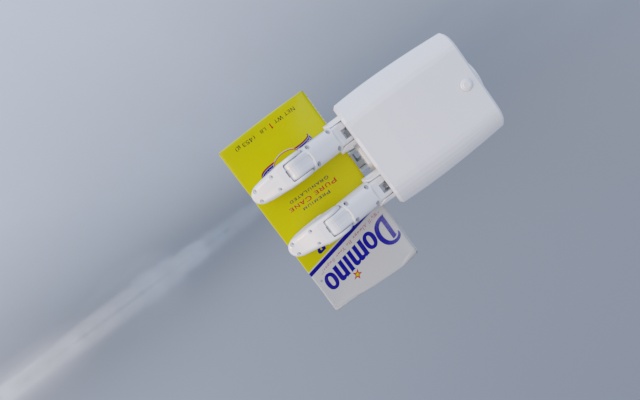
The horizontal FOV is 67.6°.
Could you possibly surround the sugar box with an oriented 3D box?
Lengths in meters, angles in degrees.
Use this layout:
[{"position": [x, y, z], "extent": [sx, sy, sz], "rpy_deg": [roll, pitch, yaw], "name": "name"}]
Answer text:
[{"position": [0.000, 0.001, 0.430], "extent": [0.093, 0.176, 0.048], "rpy_deg": [-36, 4, 6], "name": "sugar box"}]
